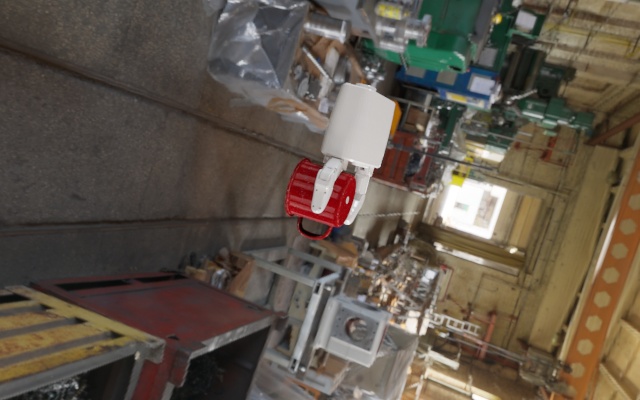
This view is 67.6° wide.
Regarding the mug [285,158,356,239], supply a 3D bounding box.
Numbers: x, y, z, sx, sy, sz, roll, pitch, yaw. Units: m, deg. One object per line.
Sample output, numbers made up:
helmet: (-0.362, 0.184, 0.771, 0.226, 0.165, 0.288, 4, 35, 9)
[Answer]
mug: (0.000, 0.004, 0.718, 0.081, 0.117, 0.093, 17, 8, 16)
